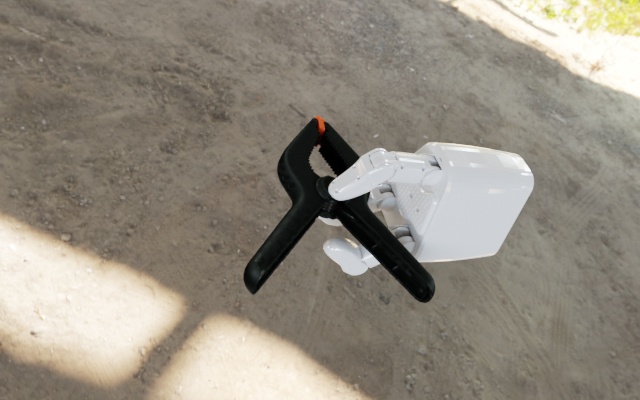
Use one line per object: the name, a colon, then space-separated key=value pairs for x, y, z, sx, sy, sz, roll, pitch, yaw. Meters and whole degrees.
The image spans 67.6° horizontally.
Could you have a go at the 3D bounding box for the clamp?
clamp: x=0.000 y=0.000 z=0.435 sx=0.164 sy=0.209 sz=0.036 roll=2 pitch=-40 yaw=-25
